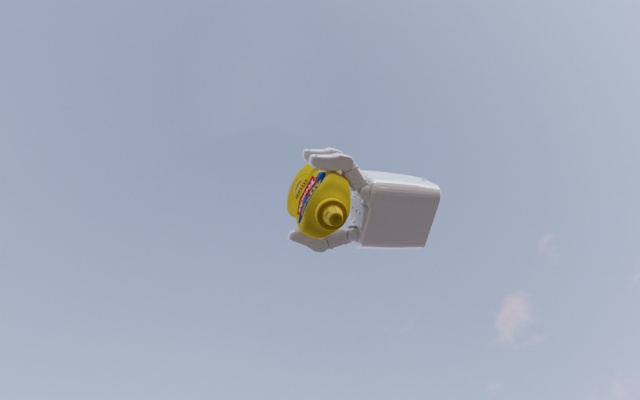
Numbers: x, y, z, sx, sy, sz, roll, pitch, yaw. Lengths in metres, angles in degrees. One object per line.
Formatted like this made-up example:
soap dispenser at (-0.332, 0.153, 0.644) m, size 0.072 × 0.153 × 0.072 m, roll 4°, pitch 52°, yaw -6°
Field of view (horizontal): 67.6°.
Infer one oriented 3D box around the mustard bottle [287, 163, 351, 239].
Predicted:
mustard bottle at (0.000, 0.002, 0.671) m, size 0.058 × 0.096 × 0.191 m, roll 28°, pitch 6°, yaw -17°
